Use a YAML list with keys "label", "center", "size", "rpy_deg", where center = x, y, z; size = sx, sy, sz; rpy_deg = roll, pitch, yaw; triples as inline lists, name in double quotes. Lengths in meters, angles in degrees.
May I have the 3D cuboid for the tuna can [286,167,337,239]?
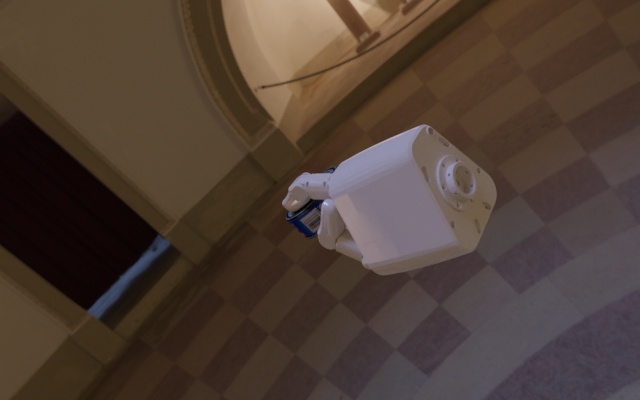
- label: "tuna can"
  center: [0.000, 0.001, 0.551]
  size: [0.034, 0.086, 0.086]
  rpy_deg: [43, -13, -14]
